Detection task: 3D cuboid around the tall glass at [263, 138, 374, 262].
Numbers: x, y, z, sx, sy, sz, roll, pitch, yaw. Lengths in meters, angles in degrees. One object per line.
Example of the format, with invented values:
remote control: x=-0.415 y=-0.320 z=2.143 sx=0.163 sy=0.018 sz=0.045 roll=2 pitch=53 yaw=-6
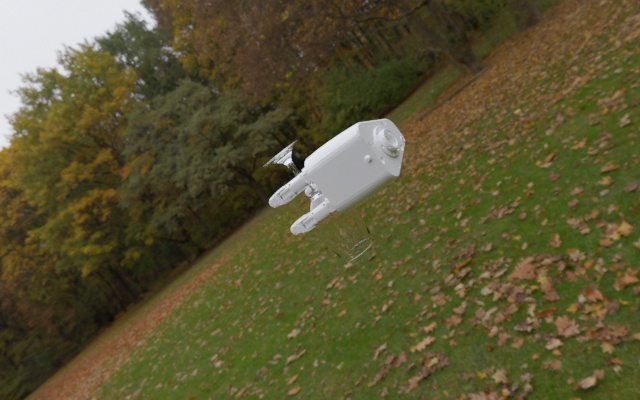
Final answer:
tall glass: x=0.000 y=0.002 z=0.759 sx=0.079 sy=0.201 sz=0.079 roll=-38 pitch=6 yaw=5
